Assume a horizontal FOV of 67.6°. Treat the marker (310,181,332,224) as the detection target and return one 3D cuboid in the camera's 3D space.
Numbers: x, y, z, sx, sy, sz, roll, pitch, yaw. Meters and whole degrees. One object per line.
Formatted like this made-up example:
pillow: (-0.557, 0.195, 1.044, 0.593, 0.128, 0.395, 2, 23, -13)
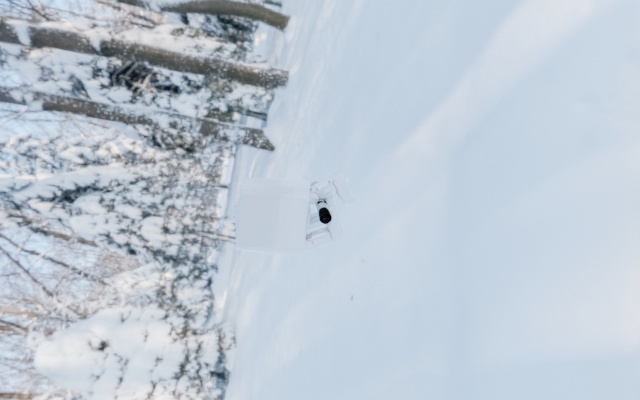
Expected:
marker: (0.000, 0.002, 0.752, 0.020, 0.020, 0.121, 0, 27, -9)
